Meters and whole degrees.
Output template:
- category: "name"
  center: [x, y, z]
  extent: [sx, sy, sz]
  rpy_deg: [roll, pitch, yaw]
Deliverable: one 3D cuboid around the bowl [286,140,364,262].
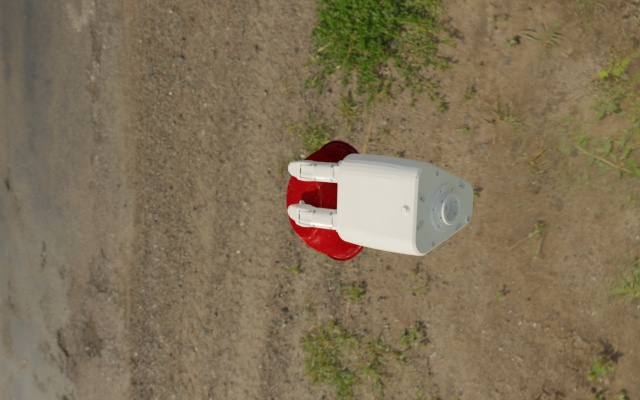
- category: "bowl"
  center: [-0.001, 0.002, 0.626]
  extent: [0.055, 0.162, 0.162]
  rpy_deg: [-4, 2, -32]
